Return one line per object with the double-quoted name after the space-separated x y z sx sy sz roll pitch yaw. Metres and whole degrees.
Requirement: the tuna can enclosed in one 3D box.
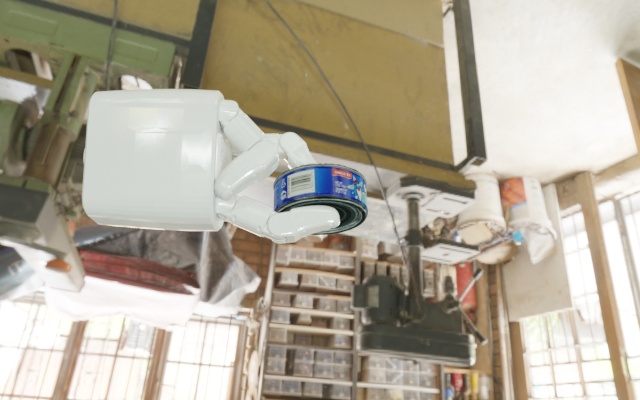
0.000 0.002 0.432 0.086 0.033 0.086 -2 -25 -1 "tuna can"
